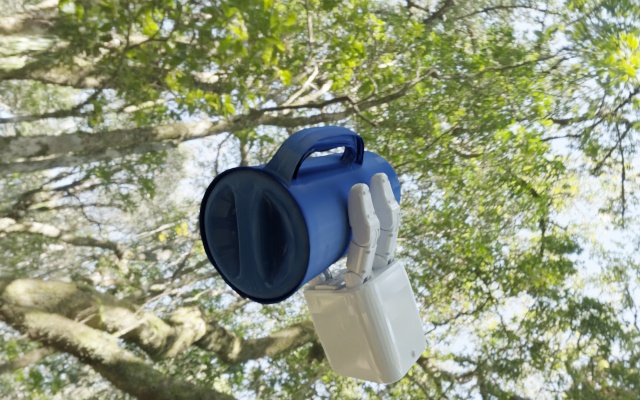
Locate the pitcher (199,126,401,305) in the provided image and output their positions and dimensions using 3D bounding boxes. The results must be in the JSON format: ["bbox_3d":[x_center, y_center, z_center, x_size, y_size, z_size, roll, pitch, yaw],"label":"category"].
[{"bbox_3d":[0.000,0.002,0.530,0.149,0.145,0.243,-16,3,35],"label":"pitcher"}]
